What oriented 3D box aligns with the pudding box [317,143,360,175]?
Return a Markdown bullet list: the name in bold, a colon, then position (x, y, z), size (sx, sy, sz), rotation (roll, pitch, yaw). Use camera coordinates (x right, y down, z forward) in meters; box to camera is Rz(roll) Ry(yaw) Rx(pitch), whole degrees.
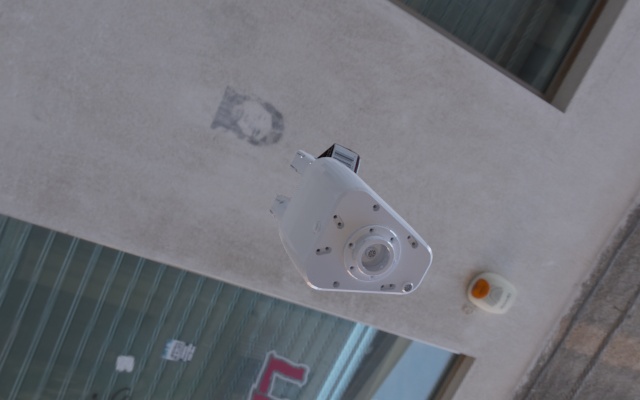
- **pudding box**: position (0.000, 0.002, 0.550), size (0.039, 0.113, 0.090), rotation (24, -19, -16)
